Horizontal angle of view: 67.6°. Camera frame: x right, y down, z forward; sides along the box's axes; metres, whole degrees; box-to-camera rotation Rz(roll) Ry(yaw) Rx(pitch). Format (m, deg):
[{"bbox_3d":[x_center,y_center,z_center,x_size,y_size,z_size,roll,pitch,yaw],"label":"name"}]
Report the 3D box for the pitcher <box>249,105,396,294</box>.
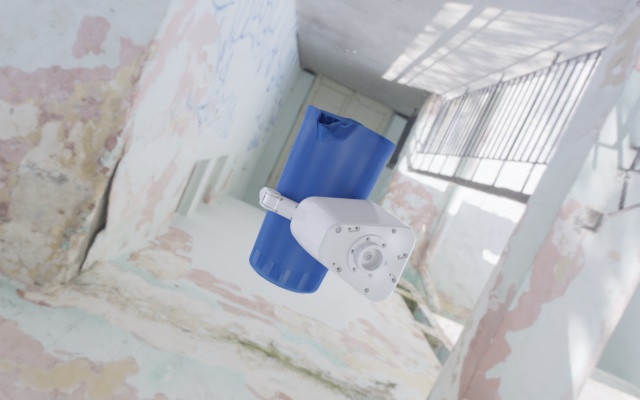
[{"bbox_3d":[0.000,0.002,0.676,0.149,0.243,0.145,23,5,-22],"label":"pitcher"}]
